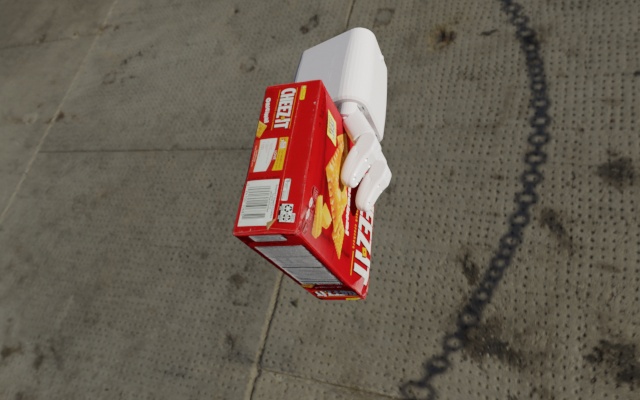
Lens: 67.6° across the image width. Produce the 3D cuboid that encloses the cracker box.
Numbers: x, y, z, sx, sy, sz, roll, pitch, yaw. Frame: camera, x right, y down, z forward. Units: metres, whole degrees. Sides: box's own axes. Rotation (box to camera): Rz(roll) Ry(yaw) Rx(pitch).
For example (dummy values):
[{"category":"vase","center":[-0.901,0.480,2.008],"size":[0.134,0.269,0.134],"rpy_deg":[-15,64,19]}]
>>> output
[{"category":"cracker box","center":[0.000,0.002,0.523],"size":[0.072,0.164,0.214],"rpy_deg":[-2,-27,22]}]
